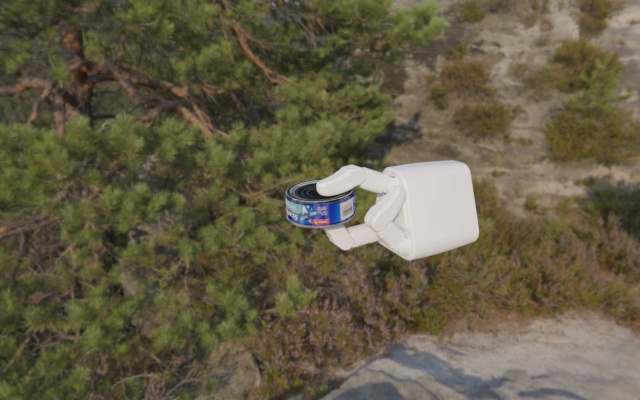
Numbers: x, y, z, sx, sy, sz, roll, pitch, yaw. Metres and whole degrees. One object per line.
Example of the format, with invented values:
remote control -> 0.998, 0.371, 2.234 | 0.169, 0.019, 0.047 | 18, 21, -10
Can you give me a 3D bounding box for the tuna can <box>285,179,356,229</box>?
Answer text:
tuna can -> 0.000, 0.001, 0.583 | 0.086, 0.034, 0.086 | -3, 21, 1
